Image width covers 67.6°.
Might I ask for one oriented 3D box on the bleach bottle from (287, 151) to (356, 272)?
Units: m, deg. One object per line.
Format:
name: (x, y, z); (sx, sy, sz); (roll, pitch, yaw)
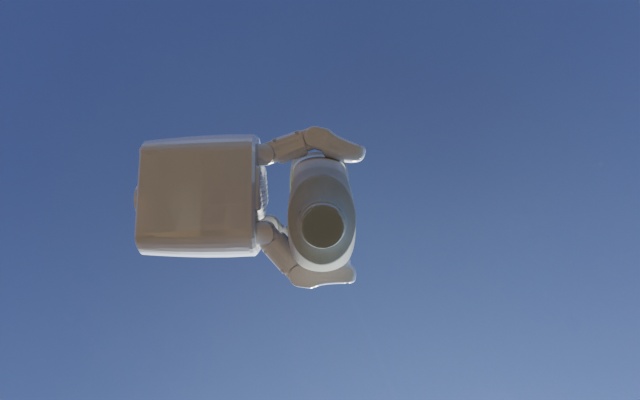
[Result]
bleach bottle: (0.000, 0.002, 0.436); (0.068, 0.102, 0.251); (-2, 3, 0)
